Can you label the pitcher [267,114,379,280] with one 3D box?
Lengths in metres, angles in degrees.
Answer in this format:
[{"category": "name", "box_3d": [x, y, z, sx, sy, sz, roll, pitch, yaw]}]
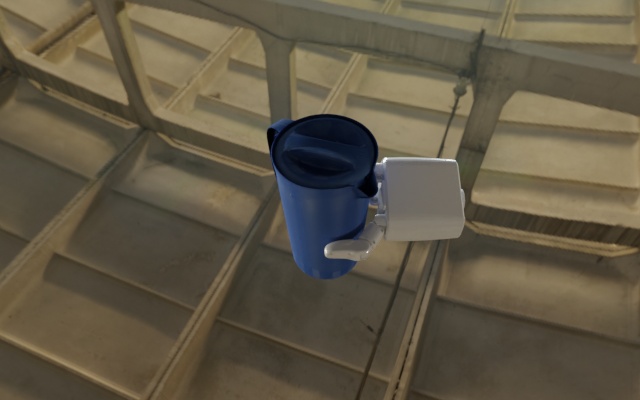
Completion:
[{"category": "pitcher", "box_3d": [0.000, 0.002, 0.682, 0.145, 0.149, 0.243, -2, -39, 0]}]
